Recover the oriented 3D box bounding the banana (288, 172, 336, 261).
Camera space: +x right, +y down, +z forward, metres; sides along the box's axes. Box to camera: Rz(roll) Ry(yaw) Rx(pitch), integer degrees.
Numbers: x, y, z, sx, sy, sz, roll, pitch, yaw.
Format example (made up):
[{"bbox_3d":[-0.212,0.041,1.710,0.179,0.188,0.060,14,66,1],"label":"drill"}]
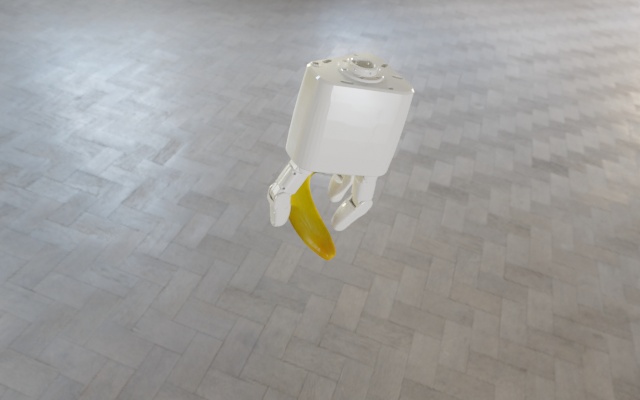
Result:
[{"bbox_3d":[-0.018,-0.004,0.614,0.069,0.037,0.197,14,36,-13],"label":"banana"}]
